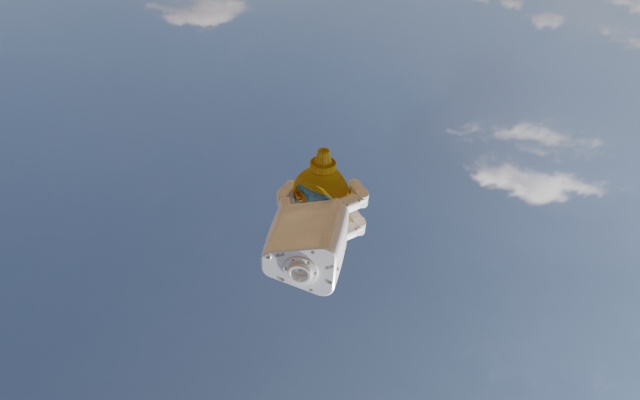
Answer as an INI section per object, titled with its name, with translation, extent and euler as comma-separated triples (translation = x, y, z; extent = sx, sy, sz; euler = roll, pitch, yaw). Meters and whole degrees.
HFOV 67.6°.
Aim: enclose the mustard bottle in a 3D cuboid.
[mustard bottle]
translation = 0.000, 0.003, 0.771
extent = 0.096, 0.192, 0.058
euler = 23, 41, 26
